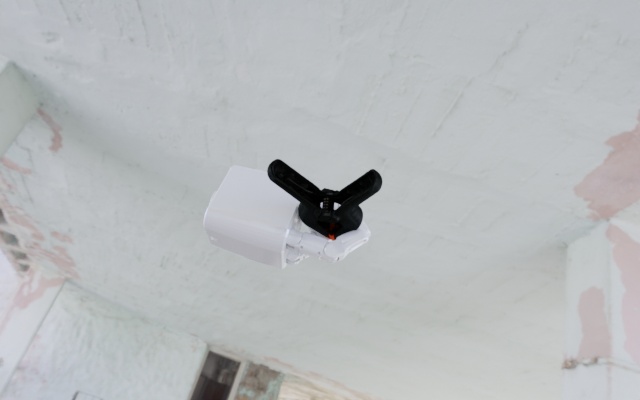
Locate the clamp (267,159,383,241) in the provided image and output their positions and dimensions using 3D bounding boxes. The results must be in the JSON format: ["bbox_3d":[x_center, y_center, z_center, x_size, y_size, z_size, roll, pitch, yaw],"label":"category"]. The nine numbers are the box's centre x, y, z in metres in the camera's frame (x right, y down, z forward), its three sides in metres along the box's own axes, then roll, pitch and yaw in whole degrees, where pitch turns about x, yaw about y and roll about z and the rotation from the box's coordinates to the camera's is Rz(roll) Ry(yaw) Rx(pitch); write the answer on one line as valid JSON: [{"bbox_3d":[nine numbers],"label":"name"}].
[{"bbox_3d":[0.000,0.001,0.557,0.120,0.039,0.171,16,-27,4],"label":"clamp"}]
